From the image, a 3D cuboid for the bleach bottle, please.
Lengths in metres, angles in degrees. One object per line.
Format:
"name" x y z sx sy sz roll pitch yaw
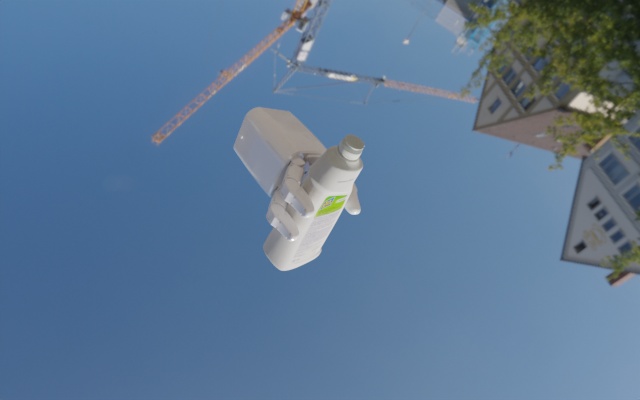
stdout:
"bleach bottle" 0.000 0.002 0.704 0.102 0.068 0.251 -22 -26 -43
